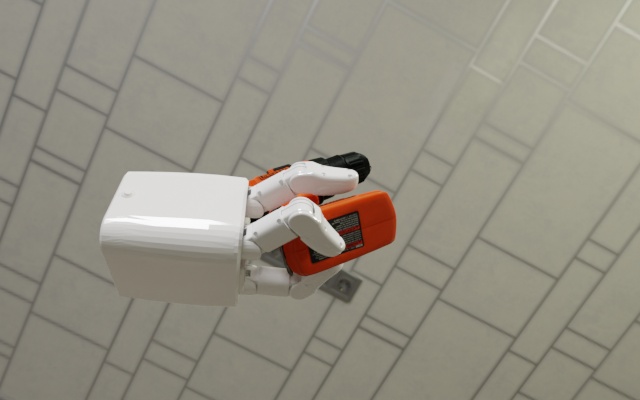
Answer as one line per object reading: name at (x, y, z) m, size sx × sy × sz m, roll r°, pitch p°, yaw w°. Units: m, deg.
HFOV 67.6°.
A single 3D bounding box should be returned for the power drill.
power drill at (0.000, 0.002, 0.492) m, size 0.184 × 0.057 × 0.187 m, roll -20°, pitch 20°, yaw -16°
